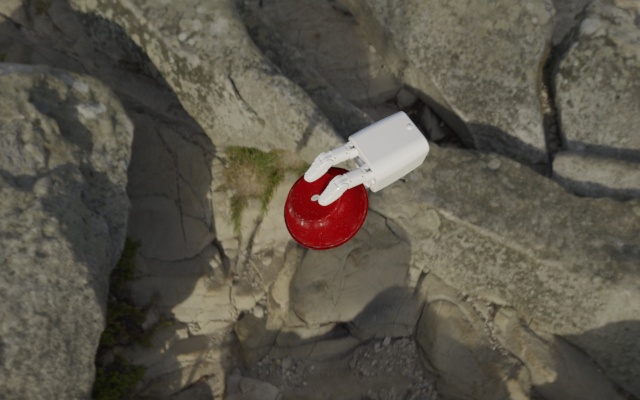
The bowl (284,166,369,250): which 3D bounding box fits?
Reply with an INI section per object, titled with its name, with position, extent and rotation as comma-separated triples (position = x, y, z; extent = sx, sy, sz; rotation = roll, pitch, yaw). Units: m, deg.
[bowl]
position = -0.001, 0.004, 0.838
extent = 0.162, 0.162, 0.055
rotation = 0, -22, 21
